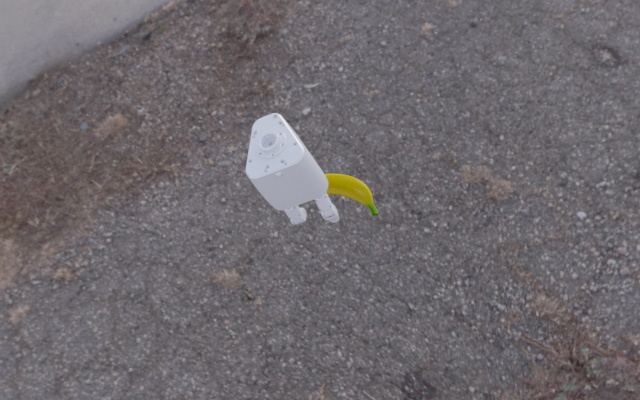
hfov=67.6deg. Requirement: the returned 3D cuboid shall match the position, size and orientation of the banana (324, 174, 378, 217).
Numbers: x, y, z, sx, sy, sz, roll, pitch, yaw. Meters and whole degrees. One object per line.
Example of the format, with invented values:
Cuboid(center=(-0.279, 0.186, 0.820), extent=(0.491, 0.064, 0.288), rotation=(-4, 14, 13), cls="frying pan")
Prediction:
Cuboid(center=(0.006, -0.015, 0.845), extent=(0.198, 0.069, 0.037), rotation=(4, -18, 20), cls="banana")
